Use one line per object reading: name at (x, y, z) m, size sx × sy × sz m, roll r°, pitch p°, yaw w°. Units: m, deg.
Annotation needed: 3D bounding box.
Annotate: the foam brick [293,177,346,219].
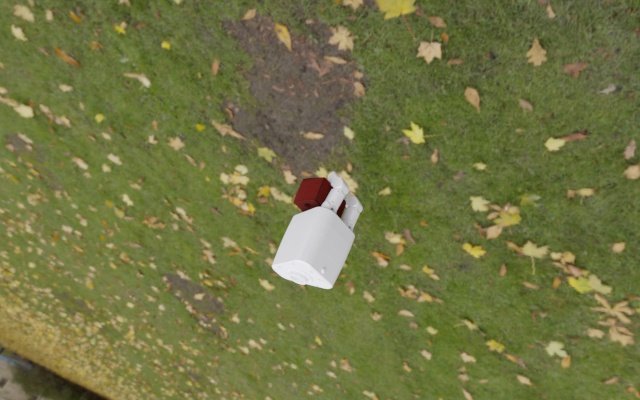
foam brick at (0.000, 0.003, 0.846) m, size 0.053 × 0.051 × 0.078 m, roll -5°, pitch -40°, yaw 41°
